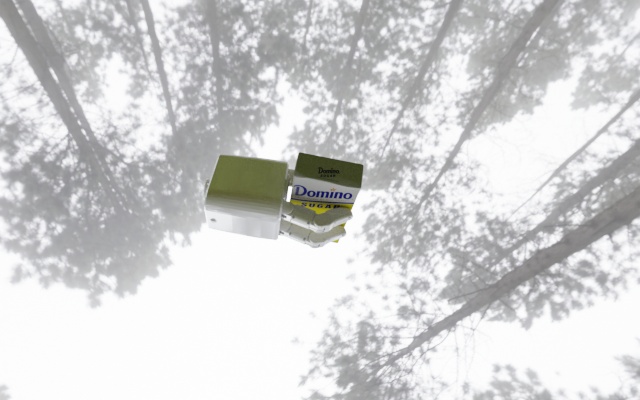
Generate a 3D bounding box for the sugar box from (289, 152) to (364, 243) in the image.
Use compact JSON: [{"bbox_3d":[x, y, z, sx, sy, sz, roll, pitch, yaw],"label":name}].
[{"bbox_3d":[0.000,0.003,0.706,0.093,0.048,0.176,11,-28,-2],"label":"sugar box"}]
